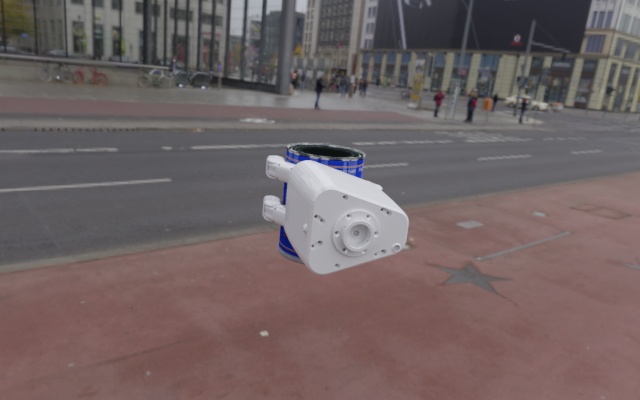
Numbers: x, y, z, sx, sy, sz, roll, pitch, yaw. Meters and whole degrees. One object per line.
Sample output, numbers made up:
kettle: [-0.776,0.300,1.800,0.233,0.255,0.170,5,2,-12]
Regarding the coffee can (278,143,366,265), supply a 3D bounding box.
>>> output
coffee can: [0.000,0.002,0.629,0.103,0.140,0.102,6,15,-2]
